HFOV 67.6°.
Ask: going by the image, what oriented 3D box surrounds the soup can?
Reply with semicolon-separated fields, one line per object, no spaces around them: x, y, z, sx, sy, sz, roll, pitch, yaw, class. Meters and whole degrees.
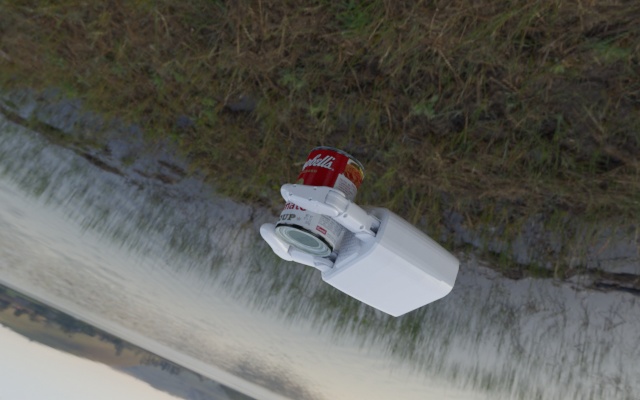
0.000;0.002;0.522;0.068;0.102;0.068;20;-24;9;soup can
